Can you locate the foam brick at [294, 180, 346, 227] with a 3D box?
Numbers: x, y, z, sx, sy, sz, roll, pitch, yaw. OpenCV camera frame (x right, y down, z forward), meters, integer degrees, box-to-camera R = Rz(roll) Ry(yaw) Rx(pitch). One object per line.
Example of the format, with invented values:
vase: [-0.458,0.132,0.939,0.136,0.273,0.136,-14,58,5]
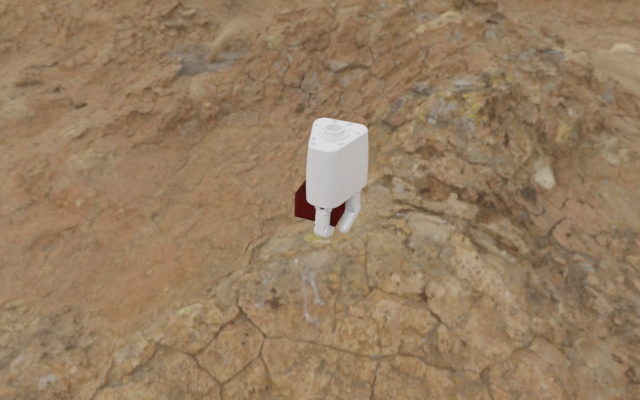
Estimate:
foam brick: [0.000,0.003,0.823,0.078,0.051,0.053,13,38,17]
